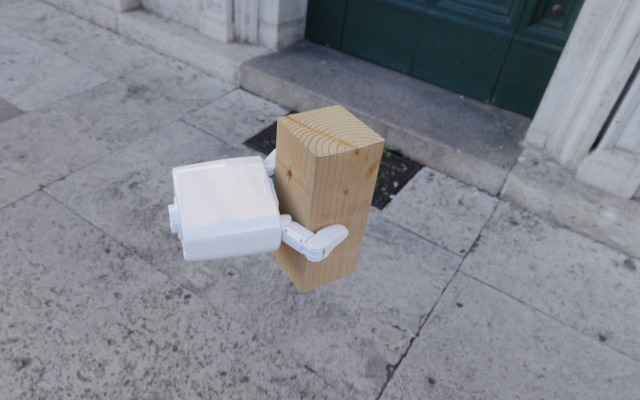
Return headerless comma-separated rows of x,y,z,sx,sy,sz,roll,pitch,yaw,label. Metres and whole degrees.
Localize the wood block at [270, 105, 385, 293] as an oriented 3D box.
0.000,0.002,0.587,0.090,0.206,0.090,-17,45,-28,wood block
